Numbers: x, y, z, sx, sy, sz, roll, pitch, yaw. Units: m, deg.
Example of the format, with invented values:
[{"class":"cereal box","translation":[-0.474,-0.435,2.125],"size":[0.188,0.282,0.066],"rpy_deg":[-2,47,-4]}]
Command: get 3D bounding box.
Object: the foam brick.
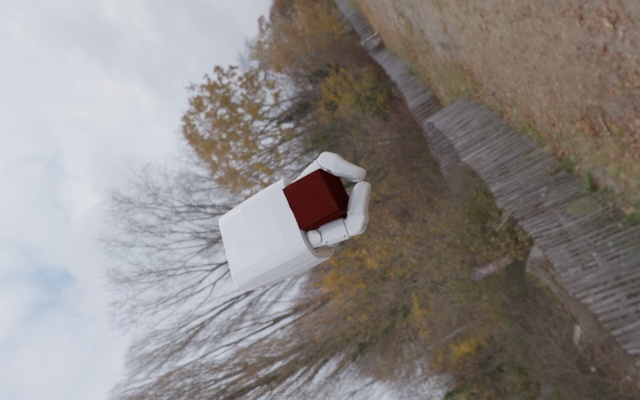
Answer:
[{"class":"foam brick","translation":[0.000,0.002,0.549],"size":[0.051,0.053,0.078],"rpy_deg":[-27,-13,14]}]
